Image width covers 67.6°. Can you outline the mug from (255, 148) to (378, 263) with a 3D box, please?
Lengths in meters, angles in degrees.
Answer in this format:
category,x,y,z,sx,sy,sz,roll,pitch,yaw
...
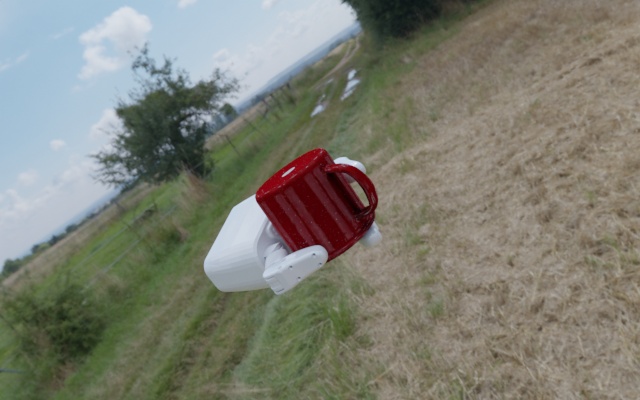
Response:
category,x,y,z,sx,sy,sz,roll,pitch,yaw
mug,0.001,0.001,0.445,0.117,0.081,0.093,-21,20,43
